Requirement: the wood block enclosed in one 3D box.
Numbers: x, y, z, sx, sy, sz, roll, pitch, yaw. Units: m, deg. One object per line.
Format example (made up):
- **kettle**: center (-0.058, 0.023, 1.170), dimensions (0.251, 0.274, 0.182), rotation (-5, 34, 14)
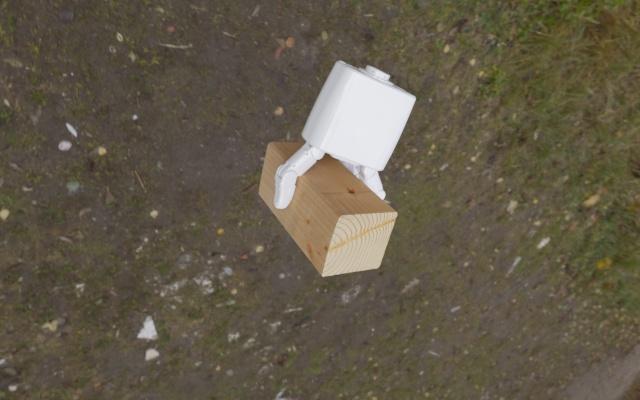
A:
- **wood block**: center (0.000, 0.002, 0.658), dimensions (0.091, 0.090, 0.206), rotation (-3, 31, -31)
